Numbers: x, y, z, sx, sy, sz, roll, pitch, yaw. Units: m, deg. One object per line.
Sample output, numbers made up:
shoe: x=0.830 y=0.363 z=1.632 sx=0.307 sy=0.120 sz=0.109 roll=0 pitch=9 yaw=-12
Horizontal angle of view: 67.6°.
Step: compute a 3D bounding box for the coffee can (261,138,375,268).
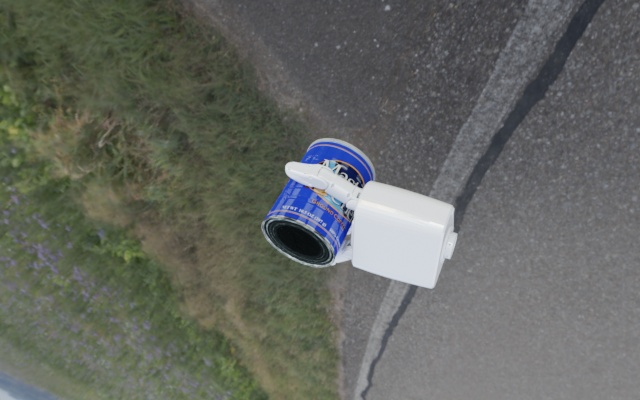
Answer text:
coffee can: x=0.000 y=0.002 z=0.632 sx=0.103 sy=0.140 sz=0.103 roll=21 pitch=-32 yaw=14
